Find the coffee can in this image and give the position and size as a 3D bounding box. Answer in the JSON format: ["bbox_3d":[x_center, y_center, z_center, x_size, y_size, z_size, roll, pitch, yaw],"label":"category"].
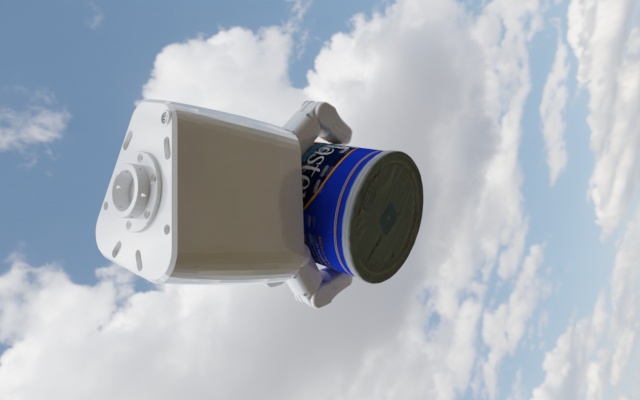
[{"bbox_3d":[0.000,0.001,0.404,0.140,0.103,0.103,13,8,39],"label":"coffee can"}]
